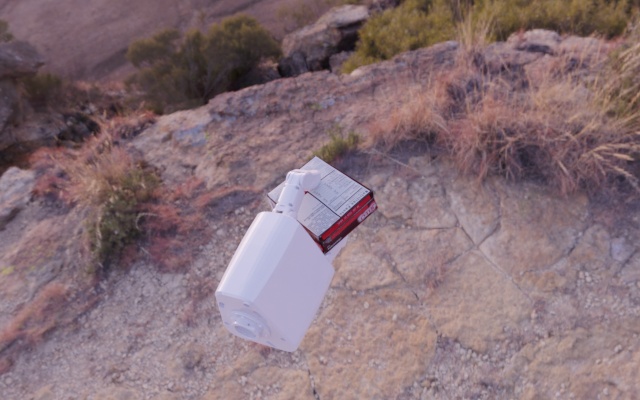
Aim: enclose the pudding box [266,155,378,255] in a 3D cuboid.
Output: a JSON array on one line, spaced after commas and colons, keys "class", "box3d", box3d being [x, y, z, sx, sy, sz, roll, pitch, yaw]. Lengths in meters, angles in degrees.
[{"class": "pudding box", "box3d": [0.000, 0.002, 0.589, 0.090, 0.039, 0.113, -39, 49, -17]}]
